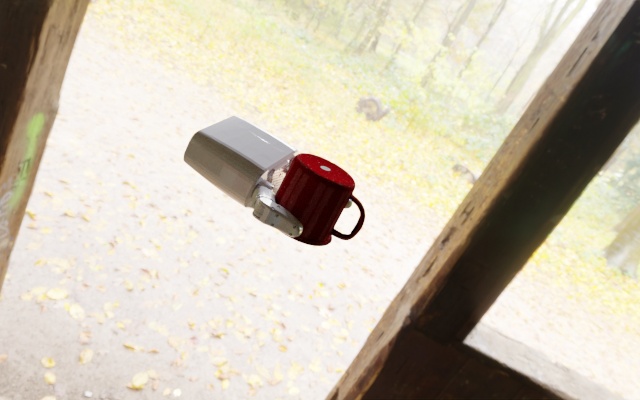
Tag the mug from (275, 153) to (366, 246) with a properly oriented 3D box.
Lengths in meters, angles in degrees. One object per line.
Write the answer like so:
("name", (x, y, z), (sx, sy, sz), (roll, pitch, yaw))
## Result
("mug", (0.001, 0.002, 0.575), (0.117, 0.081, 0.093), (32, 20, 10))
